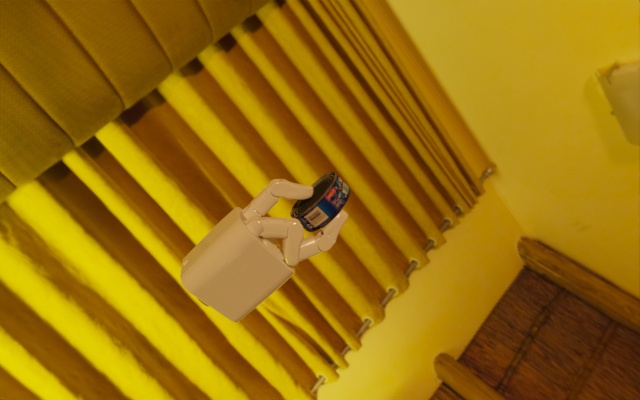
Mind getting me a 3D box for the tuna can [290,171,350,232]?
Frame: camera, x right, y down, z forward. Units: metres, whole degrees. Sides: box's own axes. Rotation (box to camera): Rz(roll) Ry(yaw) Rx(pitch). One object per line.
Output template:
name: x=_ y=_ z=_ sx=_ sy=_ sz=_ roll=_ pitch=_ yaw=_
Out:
tuna can: x=0.001 y=0.002 z=0.657 sx=0.034 sy=0.086 sz=0.086 roll=44 pitch=-15 yaw=-16
